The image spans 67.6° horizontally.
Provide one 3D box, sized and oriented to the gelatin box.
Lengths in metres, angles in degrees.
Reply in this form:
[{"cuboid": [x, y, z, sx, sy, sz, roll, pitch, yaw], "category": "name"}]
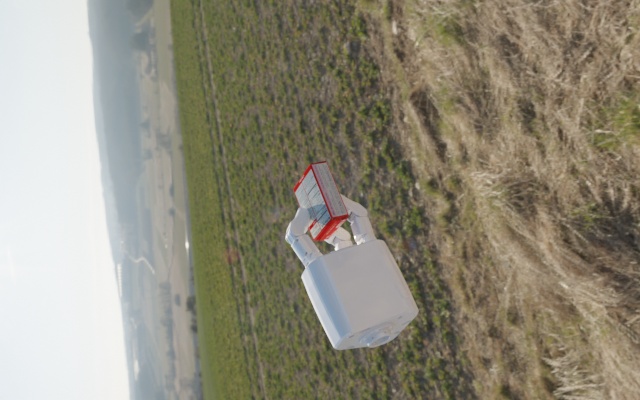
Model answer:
[{"cuboid": [0.000, 0.002, 0.662, 0.030, 0.089, 0.073, -12, -22, -28], "category": "gelatin box"}]
